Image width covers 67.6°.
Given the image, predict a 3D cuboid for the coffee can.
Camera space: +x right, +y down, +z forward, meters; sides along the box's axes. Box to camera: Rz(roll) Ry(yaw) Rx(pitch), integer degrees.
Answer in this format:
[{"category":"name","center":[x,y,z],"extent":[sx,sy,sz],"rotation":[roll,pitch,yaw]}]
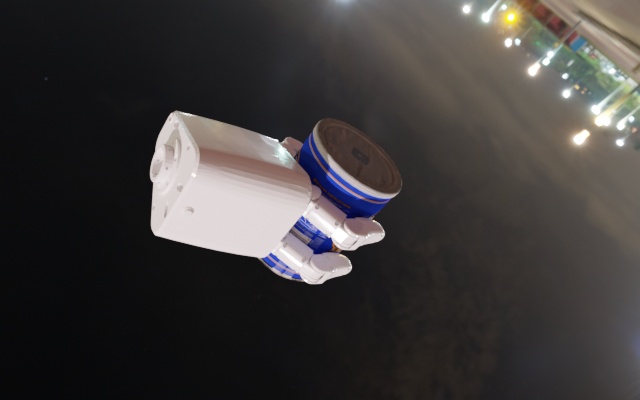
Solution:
[{"category":"coffee can","center":[0.000,0.002,0.494],"extent":[0.103,0.102,0.140],"rotation":[0,-41,-48]}]
